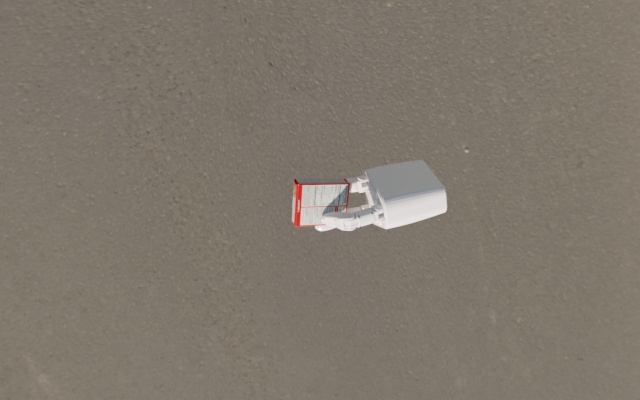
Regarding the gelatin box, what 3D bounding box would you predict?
[{"bbox_3d":[0.000,0.003,0.773,0.089,0.073,0.030,-2,22,-17],"label":"gelatin box"}]
